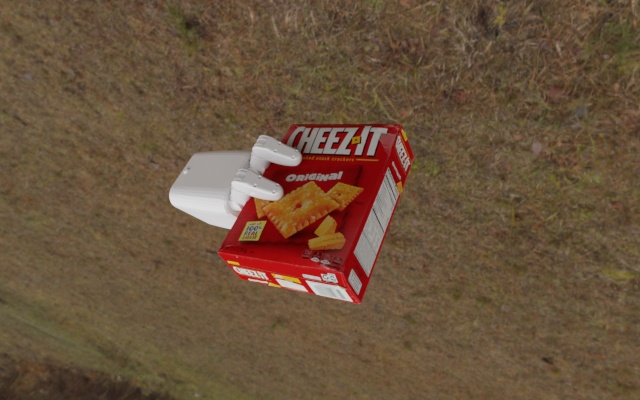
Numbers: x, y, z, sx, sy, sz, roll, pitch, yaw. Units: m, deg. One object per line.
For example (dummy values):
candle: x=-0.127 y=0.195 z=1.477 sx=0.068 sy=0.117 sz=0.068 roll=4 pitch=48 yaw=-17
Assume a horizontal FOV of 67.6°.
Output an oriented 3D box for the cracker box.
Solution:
cracker box: x=0.000 y=0.002 z=0.573 sx=0.164 sy=0.213 sz=0.072 roll=6 pitch=-35 yaw=30
